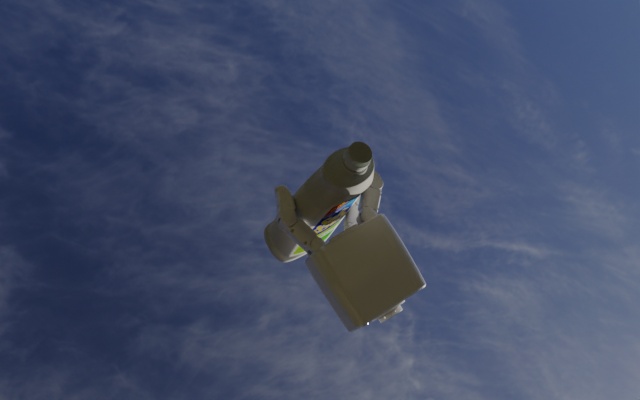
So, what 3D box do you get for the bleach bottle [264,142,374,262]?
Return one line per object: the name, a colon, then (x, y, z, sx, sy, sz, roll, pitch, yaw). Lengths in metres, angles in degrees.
bleach bottle: (0.000, 0.002, 0.634, 0.102, 0.068, 0.251, -24, -15, -28)
